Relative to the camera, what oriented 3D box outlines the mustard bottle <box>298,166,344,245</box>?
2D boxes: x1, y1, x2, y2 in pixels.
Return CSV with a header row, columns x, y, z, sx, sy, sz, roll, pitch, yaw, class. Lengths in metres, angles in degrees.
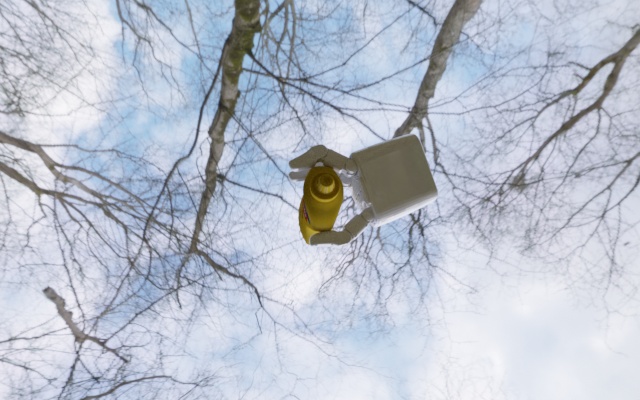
x,y,z,sx,sy,sz,roll,pitch,yaw,class
0.000,0.002,0.713,0.058,0.096,0.192,2,-17,-5,mustard bottle
